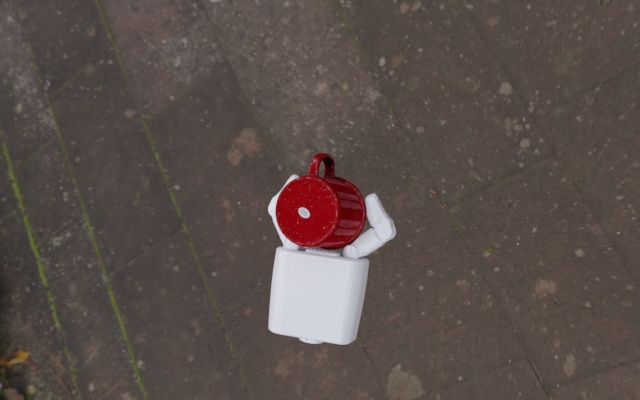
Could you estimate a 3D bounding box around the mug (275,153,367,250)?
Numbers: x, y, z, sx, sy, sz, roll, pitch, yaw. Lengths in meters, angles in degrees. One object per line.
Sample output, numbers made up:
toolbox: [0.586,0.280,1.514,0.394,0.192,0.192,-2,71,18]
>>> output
mug: [0.000,0.000,0.567,0.093,0.117,0.081,6,-1,23]
